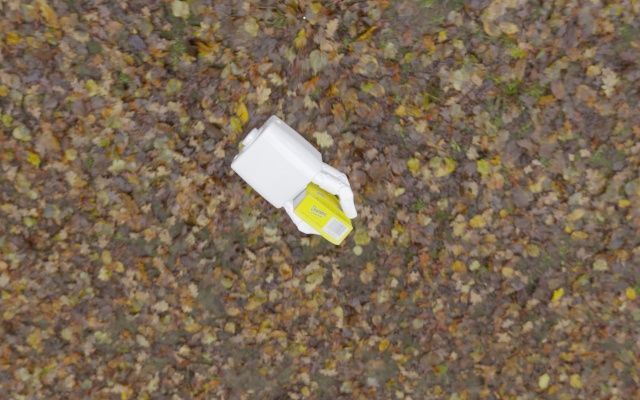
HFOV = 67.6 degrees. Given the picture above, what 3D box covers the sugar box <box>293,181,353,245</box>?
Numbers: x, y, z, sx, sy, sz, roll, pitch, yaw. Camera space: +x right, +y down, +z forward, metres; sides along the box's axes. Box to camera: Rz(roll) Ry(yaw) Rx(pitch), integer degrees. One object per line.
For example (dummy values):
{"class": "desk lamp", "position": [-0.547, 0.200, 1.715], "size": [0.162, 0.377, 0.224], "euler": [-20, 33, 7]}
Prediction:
{"class": "sugar box", "position": [0.000, 0.002, 0.818], "size": [0.093, 0.048, 0.176], "euler": [38, 15, -15]}
